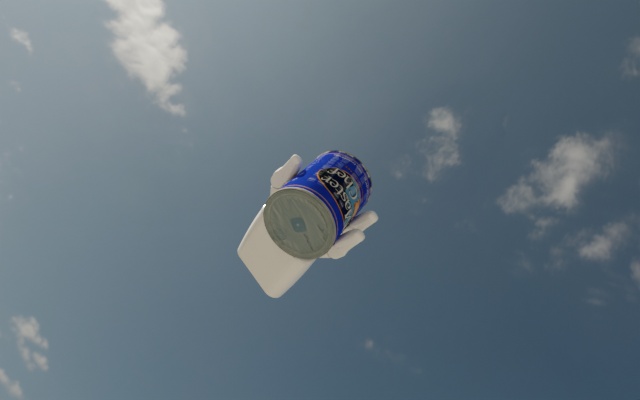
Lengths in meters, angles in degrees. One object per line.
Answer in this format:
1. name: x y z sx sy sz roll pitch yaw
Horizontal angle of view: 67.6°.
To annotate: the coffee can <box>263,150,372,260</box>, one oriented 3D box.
1. coffee can: 0.000 0.002 0.663 0.103 0.103 0.140 0 25 28
